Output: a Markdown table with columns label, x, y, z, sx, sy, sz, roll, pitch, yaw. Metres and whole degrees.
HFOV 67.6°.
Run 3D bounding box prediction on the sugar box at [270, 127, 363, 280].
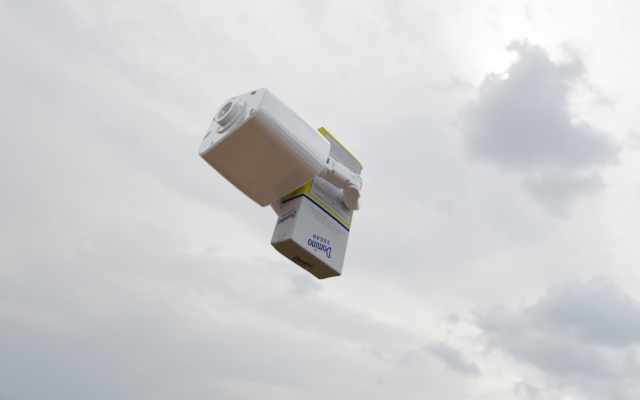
| label | x | y | z | sx | sy | sz | roll | pitch | yaw |
| --- | --- | --- | --- | --- | --- | --- | --- | --- | --- |
| sugar box | 0.000 | 0.002 | 0.614 | 0.048 | 0.176 | 0.093 | -17 | -46 | 41 |
